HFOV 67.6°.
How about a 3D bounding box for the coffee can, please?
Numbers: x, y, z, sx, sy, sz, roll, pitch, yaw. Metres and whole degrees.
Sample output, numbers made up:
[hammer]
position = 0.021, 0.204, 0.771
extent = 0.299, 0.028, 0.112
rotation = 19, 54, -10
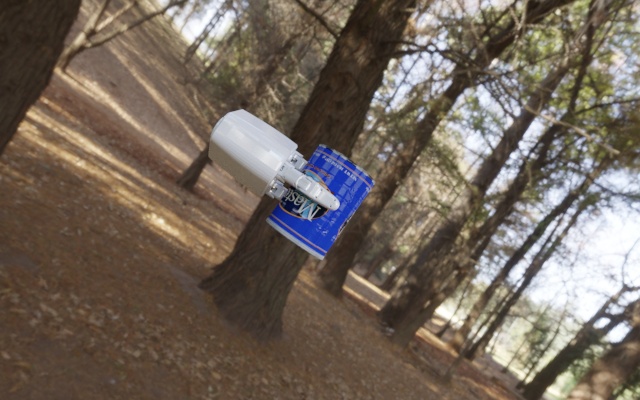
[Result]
[coffee can]
position = 0.000, 0.003, 0.711
extent = 0.103, 0.140, 0.103
rotation = 35, -3, 2
